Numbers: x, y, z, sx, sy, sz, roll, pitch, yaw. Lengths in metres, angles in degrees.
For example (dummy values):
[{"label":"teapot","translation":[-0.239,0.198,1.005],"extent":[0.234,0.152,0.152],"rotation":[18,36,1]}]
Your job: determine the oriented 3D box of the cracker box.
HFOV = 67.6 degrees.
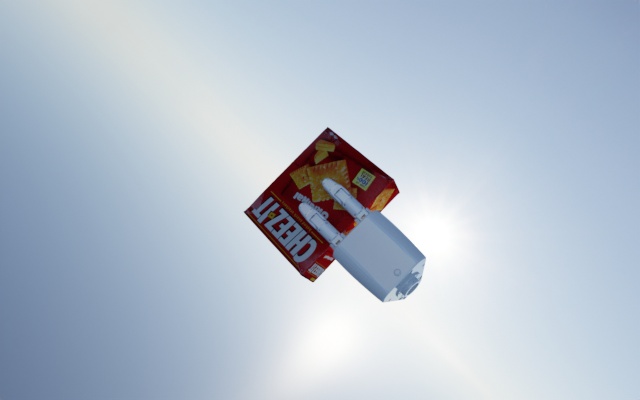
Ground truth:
[{"label":"cracker box","translation":[0.000,0.003,0.809],"extent":[0.164,0.213,0.072],"rotation":[43,-3,27]}]
